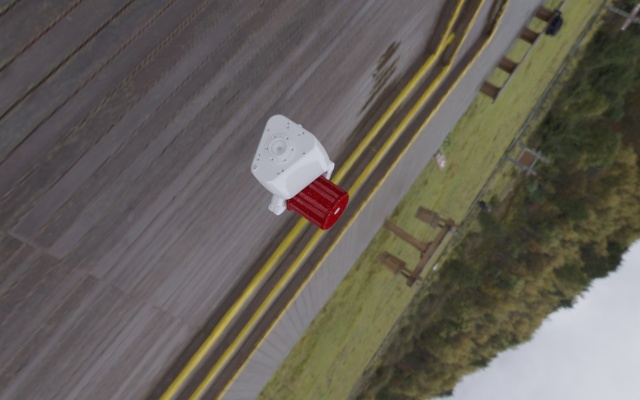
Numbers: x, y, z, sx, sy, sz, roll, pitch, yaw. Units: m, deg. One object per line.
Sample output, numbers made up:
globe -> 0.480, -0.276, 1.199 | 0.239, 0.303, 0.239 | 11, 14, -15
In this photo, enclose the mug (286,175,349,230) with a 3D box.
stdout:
mug -> 0.001, 0.003, 0.877 | 0.081, 0.093, 0.117 | 34, -4, 16
